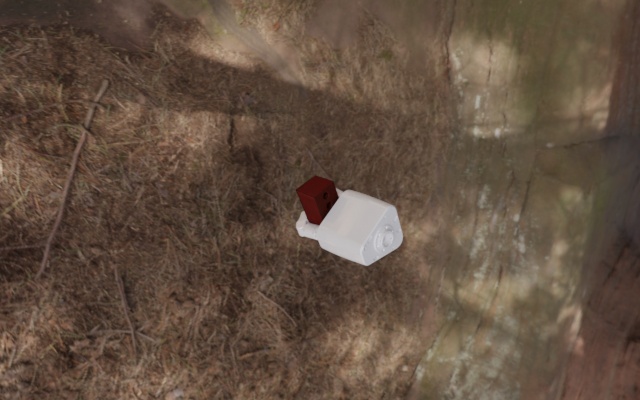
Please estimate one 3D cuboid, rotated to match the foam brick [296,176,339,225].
[{"bbox_3d":[0.000,0.003,0.873,0.053,0.078,0.051,-40,38,-27],"label":"foam brick"}]
